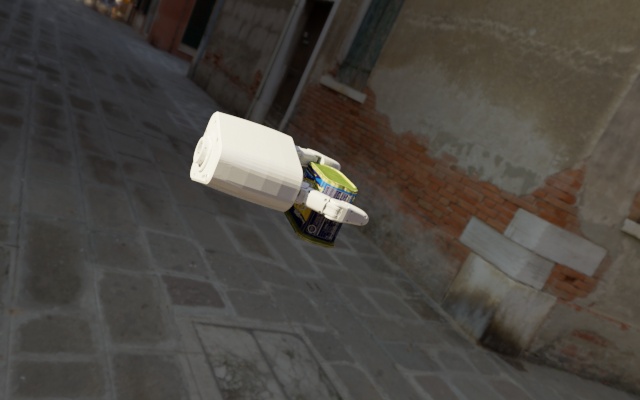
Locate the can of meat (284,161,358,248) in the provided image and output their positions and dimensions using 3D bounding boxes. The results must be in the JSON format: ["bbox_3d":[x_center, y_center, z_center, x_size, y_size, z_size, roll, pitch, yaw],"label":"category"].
[{"bbox_3d":[0.000,0.002,0.639,0.057,0.084,0.102,19,14,-24],"label":"can of meat"}]
